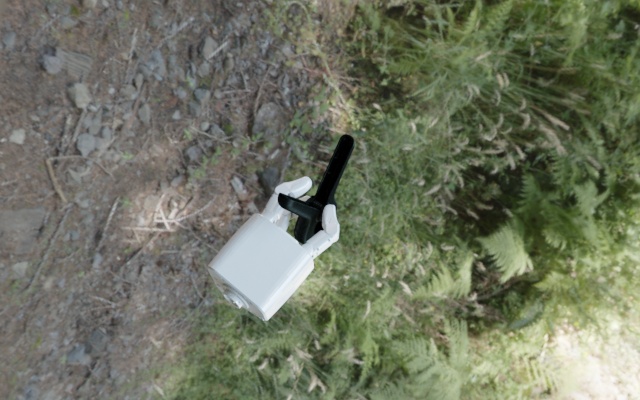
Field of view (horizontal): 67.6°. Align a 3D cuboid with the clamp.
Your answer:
[{"bbox_3d":[0.001,0.003,0.757,0.036,0.164,0.210,33,-27,22],"label":"clamp"}]
